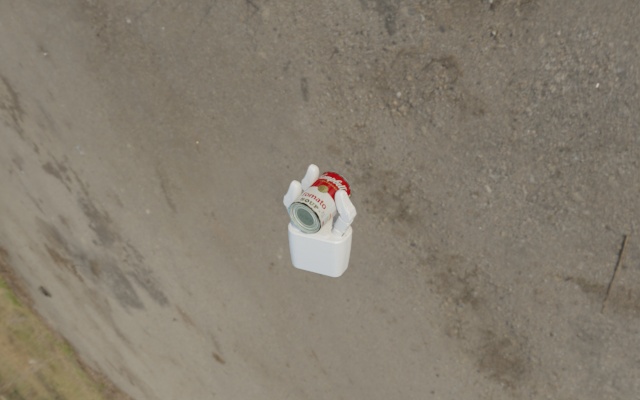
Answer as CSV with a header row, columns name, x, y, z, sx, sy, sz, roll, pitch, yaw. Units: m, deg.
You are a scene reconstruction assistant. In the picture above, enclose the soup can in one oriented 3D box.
name,x,y,z,sx,sy,sz,roll,pitch,yaw
soup can,0.000,0.003,0.840,0.068,0.068,0.102,0,34,43
